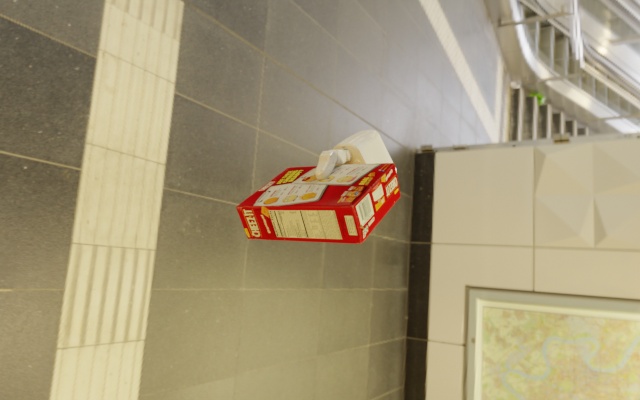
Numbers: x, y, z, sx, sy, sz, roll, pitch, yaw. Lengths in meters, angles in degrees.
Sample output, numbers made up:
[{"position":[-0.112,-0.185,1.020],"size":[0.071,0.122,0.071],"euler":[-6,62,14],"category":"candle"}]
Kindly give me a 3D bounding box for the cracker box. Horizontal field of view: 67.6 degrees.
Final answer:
[{"position":[0.000,0.002,0.776],"size":[0.213,0.072,0.164],"euler":[-1,25,32],"category":"cracker box"}]
